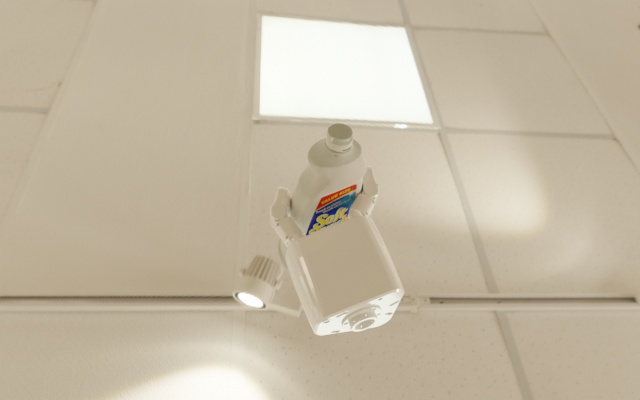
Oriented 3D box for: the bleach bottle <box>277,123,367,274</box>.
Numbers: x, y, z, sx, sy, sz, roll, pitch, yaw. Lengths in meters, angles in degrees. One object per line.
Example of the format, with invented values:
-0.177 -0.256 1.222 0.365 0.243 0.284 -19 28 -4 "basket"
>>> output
0.000 0.002 0.635 0.102 0.068 0.251 -11 -36 -17 "bleach bottle"
